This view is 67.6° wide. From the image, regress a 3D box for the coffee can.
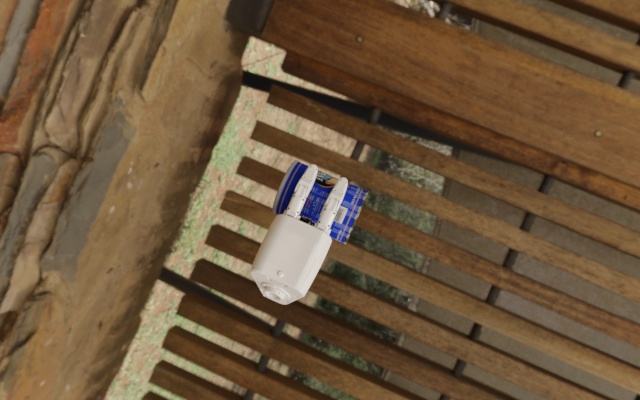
[{"bbox_3d":[0.000,0.003,0.839,0.140,0.103,0.103,23,2,4],"label":"coffee can"}]
